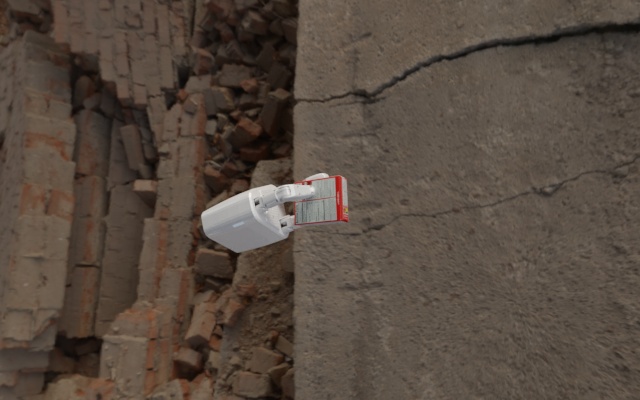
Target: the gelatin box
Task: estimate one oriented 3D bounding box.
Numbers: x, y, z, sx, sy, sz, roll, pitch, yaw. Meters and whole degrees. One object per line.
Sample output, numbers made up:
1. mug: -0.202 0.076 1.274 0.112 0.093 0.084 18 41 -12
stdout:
1. gelatin box: 0.000 0.002 0.778 0.089 0.073 0.030 -8 -12 29
